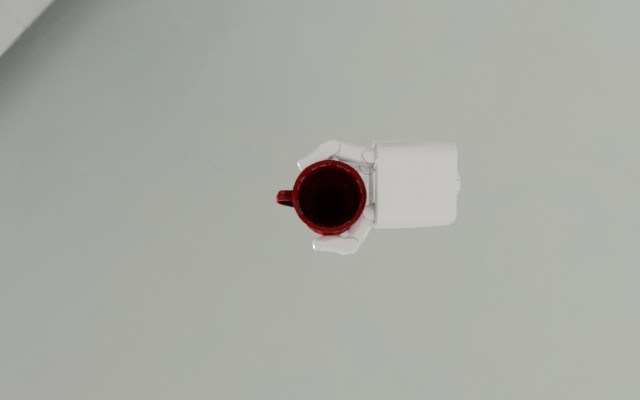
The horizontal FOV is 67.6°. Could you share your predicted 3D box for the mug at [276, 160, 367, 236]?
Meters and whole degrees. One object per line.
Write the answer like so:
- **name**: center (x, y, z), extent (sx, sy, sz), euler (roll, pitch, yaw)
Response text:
- **mug**: center (-0.001, 0.002, 0.631), extent (0.117, 0.093, 0.081), euler (1, -13, 2)
